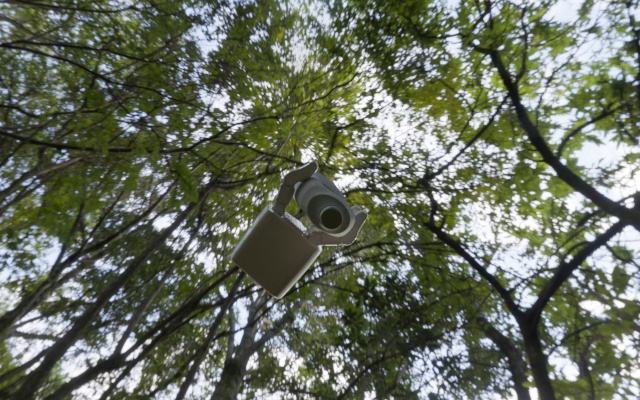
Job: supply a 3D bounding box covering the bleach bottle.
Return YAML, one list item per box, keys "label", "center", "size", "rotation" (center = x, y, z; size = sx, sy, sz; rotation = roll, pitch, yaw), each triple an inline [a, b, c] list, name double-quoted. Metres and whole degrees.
- label: "bleach bottle"
  center: [0.000, 0.002, 0.754]
  size: [0.102, 0.068, 0.251]
  rotation: [37, 4, -8]
